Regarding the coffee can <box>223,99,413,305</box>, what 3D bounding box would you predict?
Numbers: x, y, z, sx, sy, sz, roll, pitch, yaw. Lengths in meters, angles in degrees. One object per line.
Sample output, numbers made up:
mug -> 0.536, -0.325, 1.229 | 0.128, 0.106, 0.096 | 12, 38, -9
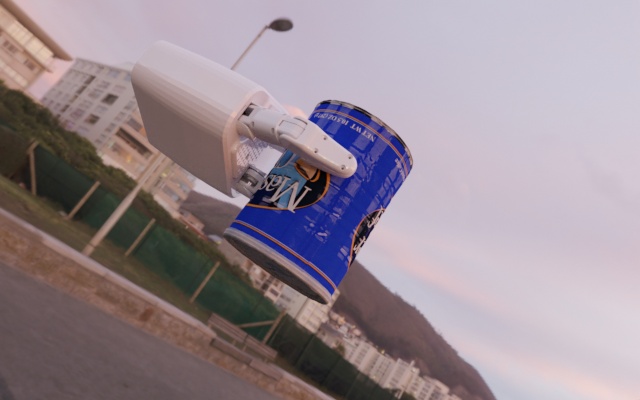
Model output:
coffee can -> 0.000, 0.002, 0.407 | 0.103, 0.140, 0.103 | 31, -16, 10
